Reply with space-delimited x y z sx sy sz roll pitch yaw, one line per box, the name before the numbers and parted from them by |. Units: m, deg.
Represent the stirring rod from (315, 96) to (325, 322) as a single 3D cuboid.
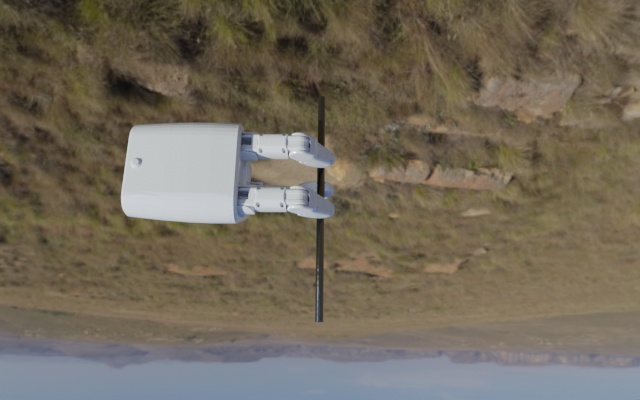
stirring rod | 0.000 0.002 0.492 0.011 0.239 0.011 1 -17 0
